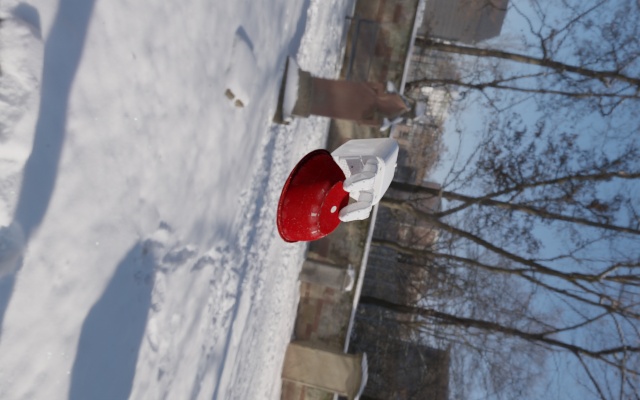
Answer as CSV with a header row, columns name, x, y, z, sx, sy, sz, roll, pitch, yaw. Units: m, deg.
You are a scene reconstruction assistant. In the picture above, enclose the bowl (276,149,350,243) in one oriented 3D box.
name,x,y,z,sx,sy,sz,roll,pitch,yaw
bowl,0.000,0.003,0.757,0.055,0.162,0.162,23,11,27
